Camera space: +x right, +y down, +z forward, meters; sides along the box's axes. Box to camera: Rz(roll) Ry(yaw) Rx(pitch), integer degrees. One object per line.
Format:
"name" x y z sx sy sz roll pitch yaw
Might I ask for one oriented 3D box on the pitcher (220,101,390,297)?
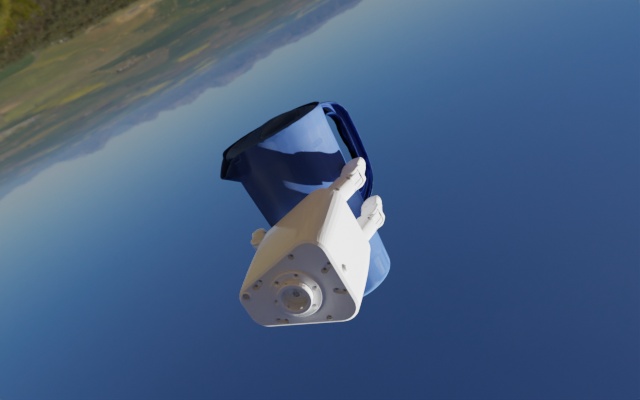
"pitcher" 0.000 0.002 0.610 0.149 0.243 0.145 -24 19 16
